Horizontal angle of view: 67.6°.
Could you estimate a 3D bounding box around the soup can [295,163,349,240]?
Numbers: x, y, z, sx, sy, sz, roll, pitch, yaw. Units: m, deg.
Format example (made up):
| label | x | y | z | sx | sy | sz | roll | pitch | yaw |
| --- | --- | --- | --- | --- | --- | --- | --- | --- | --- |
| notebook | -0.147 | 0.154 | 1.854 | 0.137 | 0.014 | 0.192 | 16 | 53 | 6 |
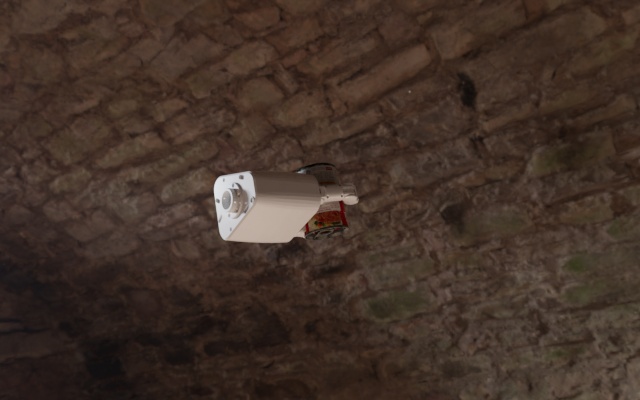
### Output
| label | x | y | z | sx | sy | sz | roll | pitch | yaw |
| --- | --- | --- | --- | --- | --- | --- | --- | --- | --- |
| soup can | 0.001 | 0.002 | 0.722 | 0.068 | 0.102 | 0.068 | -10 | -16 | -3 |
